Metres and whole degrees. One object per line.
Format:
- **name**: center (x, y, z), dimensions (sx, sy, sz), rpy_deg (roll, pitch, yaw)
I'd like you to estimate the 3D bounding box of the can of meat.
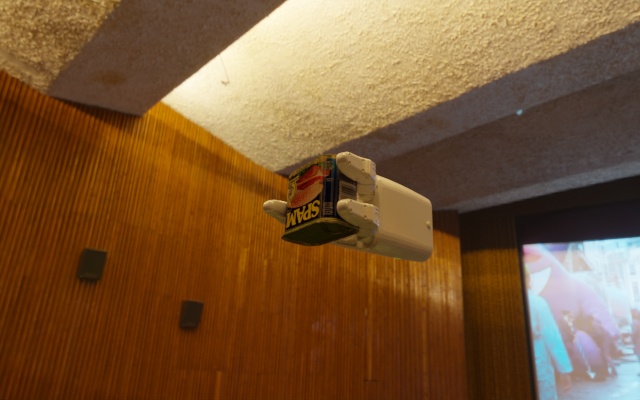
- **can of meat**: center (0.000, 0.002, 0.570), dimensions (0.057, 0.084, 0.102), rpy_deg (17, -24, -32)
